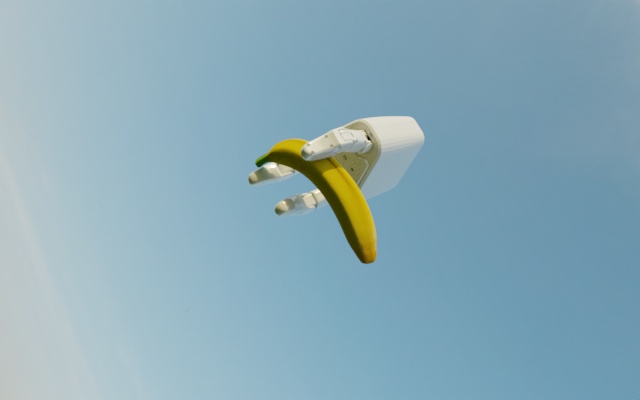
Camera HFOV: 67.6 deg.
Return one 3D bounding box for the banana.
[{"bbox_3d":[0.005,-0.015,0.545,0.197,0.070,0.037,43,35,26],"label":"banana"}]
